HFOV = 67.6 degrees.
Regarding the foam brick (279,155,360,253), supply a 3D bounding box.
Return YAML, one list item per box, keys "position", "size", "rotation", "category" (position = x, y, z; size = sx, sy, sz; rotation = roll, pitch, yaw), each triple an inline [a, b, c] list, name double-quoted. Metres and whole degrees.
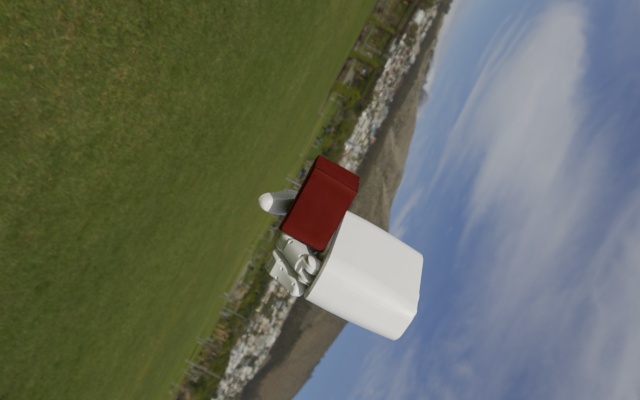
- position: [0.000, 0.001, 0.492]
  size: [0.051, 0.078, 0.053]
  rotation: [28, 21, -3]
  category: "foam brick"
